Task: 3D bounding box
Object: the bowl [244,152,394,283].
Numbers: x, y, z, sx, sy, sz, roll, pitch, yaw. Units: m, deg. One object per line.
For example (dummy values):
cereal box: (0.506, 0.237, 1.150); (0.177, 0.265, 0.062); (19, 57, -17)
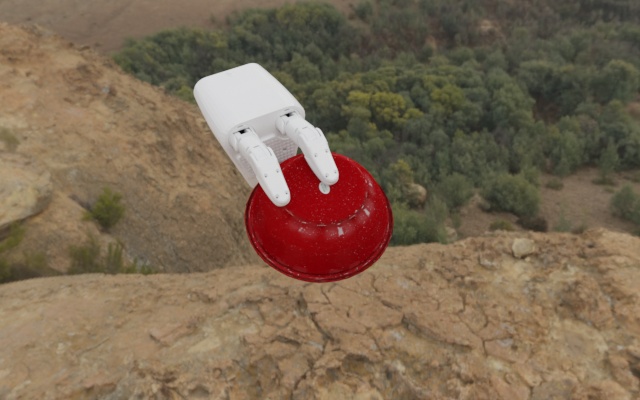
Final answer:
bowl: (0.001, 0.002, 0.499); (0.162, 0.162, 0.055); (0, -34, -4)
